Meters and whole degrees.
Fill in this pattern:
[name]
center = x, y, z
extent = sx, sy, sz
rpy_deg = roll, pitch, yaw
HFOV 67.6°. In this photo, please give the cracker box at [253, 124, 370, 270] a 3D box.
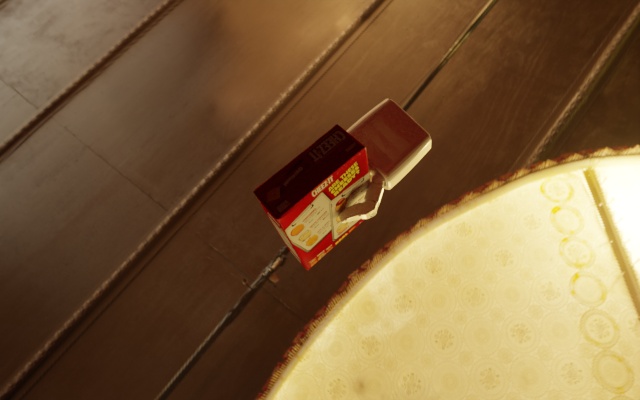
[cracker box]
center = 0.000, 0.003, 0.761
extent = 0.072, 0.164, 0.214
rpy_deg = 44, -12, 27
